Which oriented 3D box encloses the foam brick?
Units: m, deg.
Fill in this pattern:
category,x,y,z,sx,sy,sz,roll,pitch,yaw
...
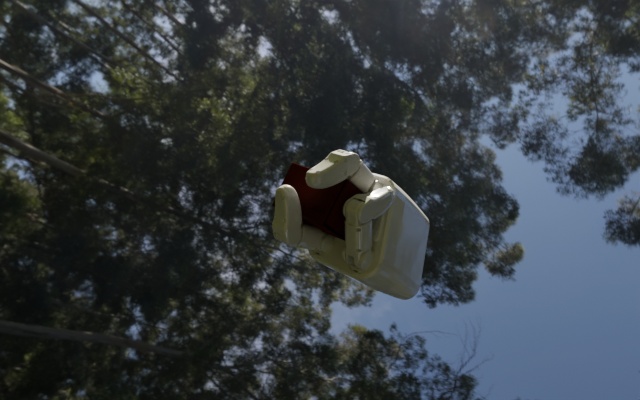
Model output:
category,x,y,z,sx,sy,sz,roll,pitch,yaw
foam brick,0.000,0.001,0.492,0.078,0.053,0.051,20,-10,41
